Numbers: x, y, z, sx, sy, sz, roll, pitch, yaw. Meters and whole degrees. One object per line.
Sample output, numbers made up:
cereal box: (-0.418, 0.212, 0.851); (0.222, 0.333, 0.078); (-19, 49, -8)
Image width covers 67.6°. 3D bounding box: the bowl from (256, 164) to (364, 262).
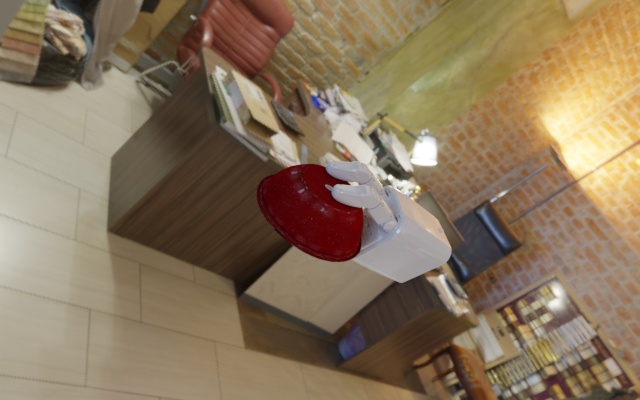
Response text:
bowl: (-0.001, 0.001, 0.621); (0.162, 0.055, 0.162); (26, 30, -17)
